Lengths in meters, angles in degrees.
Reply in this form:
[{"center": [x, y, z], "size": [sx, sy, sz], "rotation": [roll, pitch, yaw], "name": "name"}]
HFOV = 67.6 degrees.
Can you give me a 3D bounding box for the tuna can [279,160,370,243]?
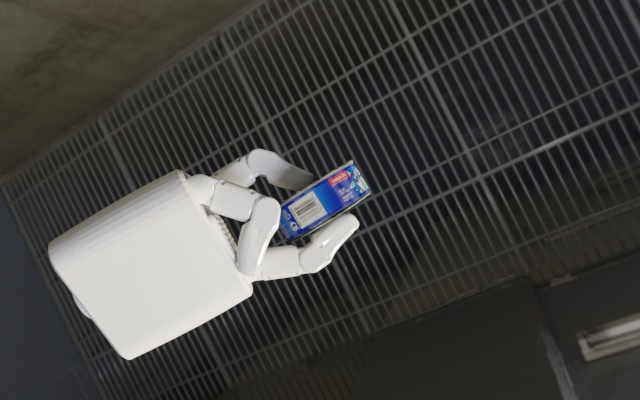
[{"center": [0.000, 0.002, 0.417], "size": [0.086, 0.034, 0.086], "rotation": [-32, 0, 0], "name": "tuna can"}]
